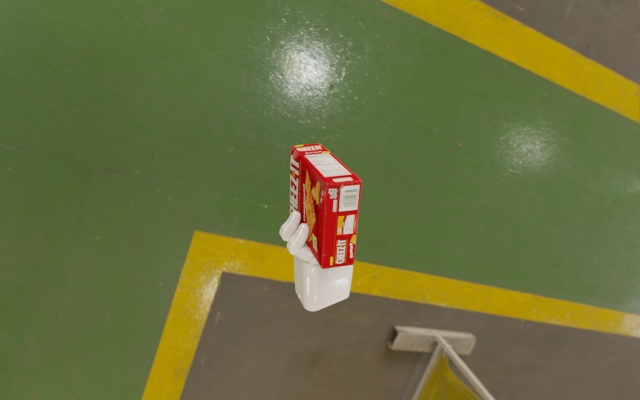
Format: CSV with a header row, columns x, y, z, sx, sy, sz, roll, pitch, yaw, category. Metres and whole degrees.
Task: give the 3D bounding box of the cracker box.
x,y,z,sx,sy,sz,roll,pitch,yaw,category
0.000,0.003,0.895,0.072,0.164,0.213,-5,25,-19,cracker box
